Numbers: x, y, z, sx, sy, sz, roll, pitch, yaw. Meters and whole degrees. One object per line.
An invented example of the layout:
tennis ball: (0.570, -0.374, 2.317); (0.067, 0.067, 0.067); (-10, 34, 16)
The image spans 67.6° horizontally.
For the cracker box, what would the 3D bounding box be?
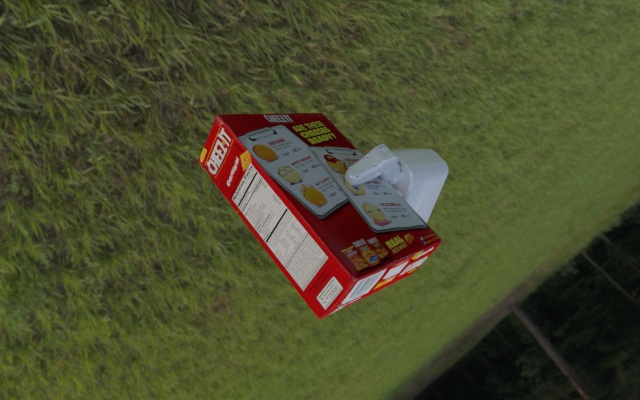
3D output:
cracker box: (0.000, 0.002, 0.498); (0.164, 0.072, 0.213); (-13, 55, -50)
